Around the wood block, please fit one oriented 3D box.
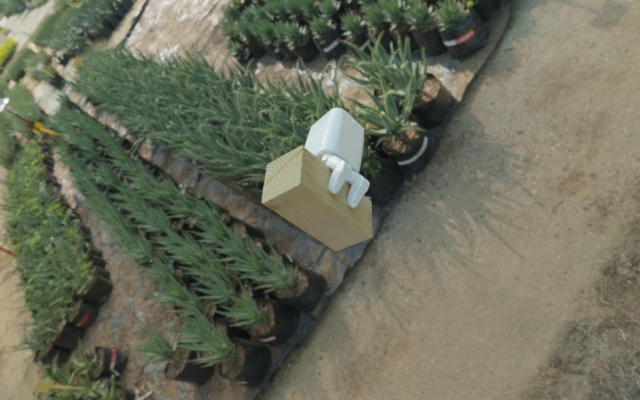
[{"bbox_3d":[0.000,0.003,0.880,0.091,0.090,0.206,-24,-44,33],"label":"wood block"}]
